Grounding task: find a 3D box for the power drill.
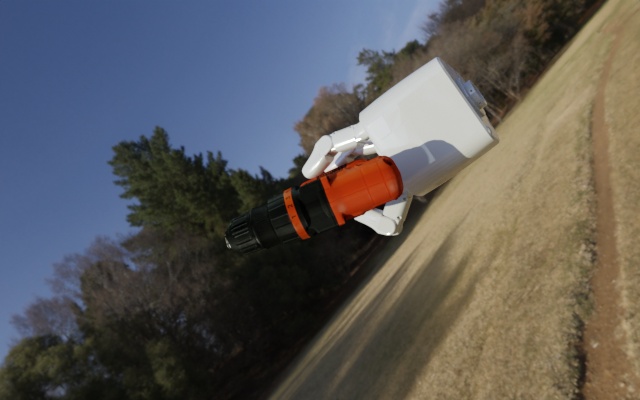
[{"bbox_3d":[0.000,0.002,0.534,0.184,0.057,0.187,-20,4,9],"label":"power drill"}]
